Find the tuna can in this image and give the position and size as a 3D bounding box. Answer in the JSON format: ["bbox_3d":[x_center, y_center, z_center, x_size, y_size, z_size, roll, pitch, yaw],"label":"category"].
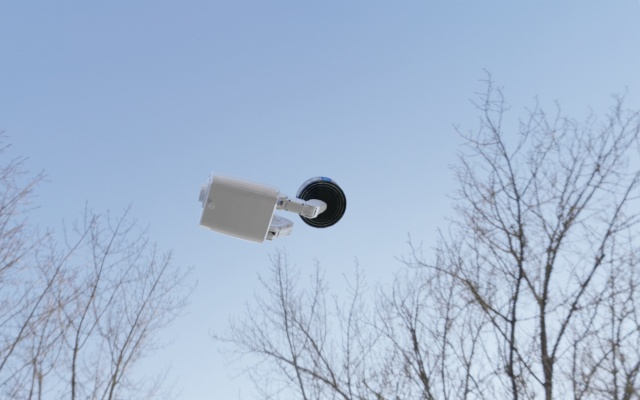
[{"bbox_3d":[0.000,0.003,0.821,0.086,0.086,0.033,0,17,-9],"label":"tuna can"}]
